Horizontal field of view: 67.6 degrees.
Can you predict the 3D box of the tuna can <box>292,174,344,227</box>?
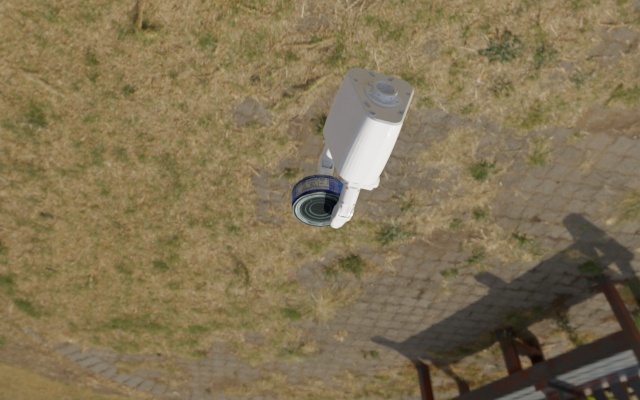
[{"bbox_3d":[0.000,0.003,0.705,0.086,0.033,0.086,0,-39,0],"label":"tuna can"}]
